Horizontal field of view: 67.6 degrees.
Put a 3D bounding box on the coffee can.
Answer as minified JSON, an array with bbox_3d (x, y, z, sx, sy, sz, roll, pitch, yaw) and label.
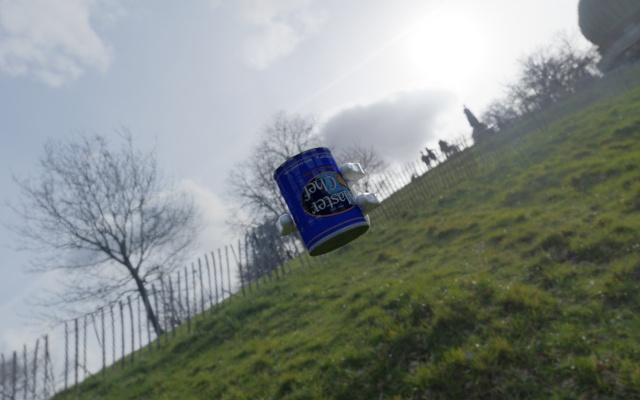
[{"bbox_3d":[0.000,0.003,0.749,0.103,0.140,0.103,-24,-16,-7],"label":"coffee can"}]
